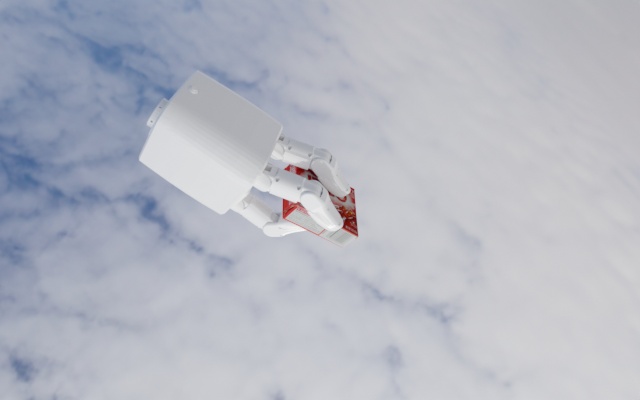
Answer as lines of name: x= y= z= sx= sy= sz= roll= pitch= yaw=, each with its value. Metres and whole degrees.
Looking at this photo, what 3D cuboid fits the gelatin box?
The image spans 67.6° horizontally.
gelatin box: x=0.000 y=0.002 z=0.532 sx=0.089 sy=0.073 sz=0.030 roll=28 pitch=-50 yaw=-29
